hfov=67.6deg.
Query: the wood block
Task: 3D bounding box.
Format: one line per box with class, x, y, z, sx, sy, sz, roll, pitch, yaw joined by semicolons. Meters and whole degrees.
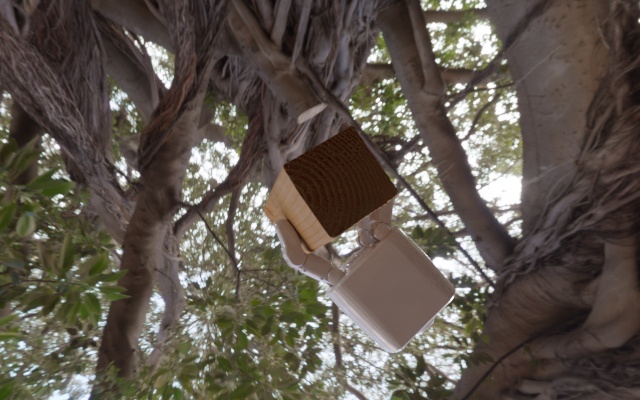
wood block;0.000;0.002;0.576;0.091;0.090;0.206;-33;-4;-18
